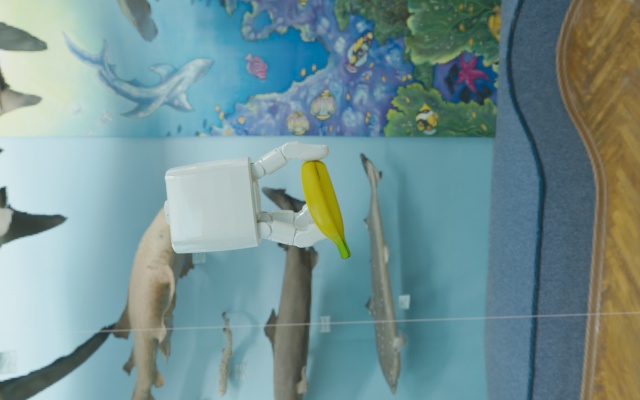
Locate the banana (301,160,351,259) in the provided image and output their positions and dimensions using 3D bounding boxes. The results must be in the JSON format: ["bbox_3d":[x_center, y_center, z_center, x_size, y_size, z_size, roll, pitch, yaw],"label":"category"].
[{"bbox_3d":[-0.003,-0.011,0.601,0.037,0.070,0.197,-13,36,-2],"label":"banana"}]
